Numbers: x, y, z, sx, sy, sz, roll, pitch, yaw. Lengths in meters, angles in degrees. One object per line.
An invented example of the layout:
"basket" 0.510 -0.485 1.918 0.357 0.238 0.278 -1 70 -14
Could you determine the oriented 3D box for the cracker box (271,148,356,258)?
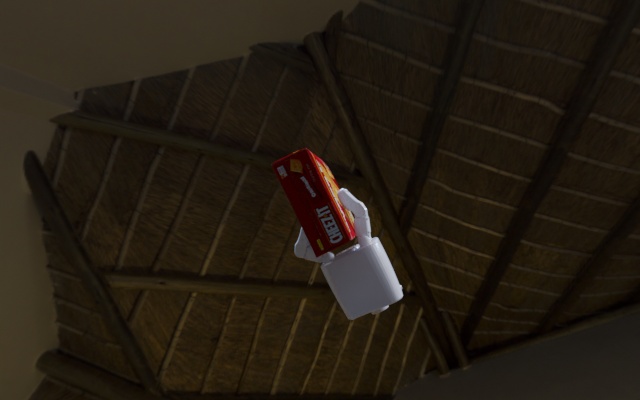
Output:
"cracker box" 0.000 0.003 0.839 0.072 0.164 0.213 -27 -4 6
